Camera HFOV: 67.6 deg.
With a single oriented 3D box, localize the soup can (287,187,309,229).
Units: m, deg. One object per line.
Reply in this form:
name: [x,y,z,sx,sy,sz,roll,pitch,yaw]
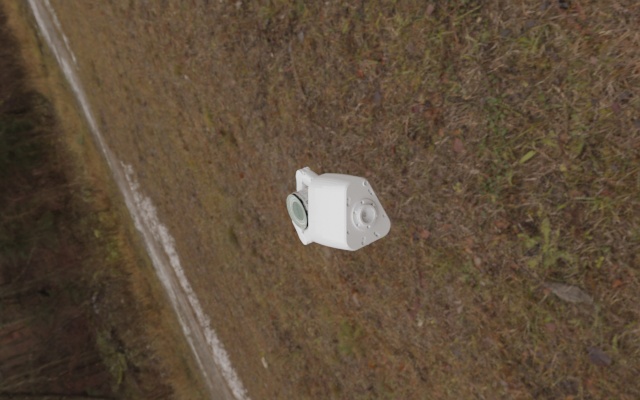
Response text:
soup can: [0.000,0.003,0.848,0.102,0.068,0.068,-23,11,-27]
